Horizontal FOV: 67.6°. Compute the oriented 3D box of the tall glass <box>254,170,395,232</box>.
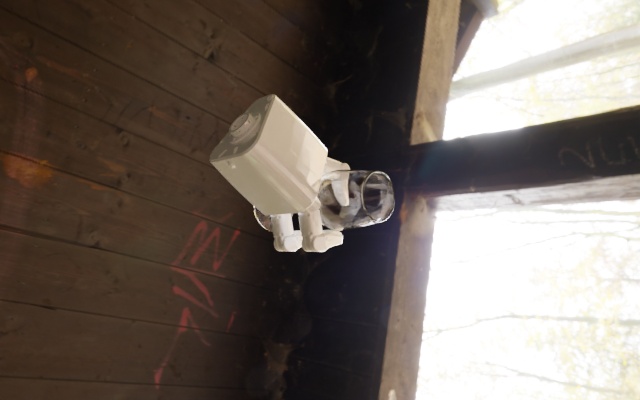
[{"bbox_3d":[0.000,0.002,0.638,0.079,0.079,0.201,0,-4,-45],"label":"tall glass"}]
